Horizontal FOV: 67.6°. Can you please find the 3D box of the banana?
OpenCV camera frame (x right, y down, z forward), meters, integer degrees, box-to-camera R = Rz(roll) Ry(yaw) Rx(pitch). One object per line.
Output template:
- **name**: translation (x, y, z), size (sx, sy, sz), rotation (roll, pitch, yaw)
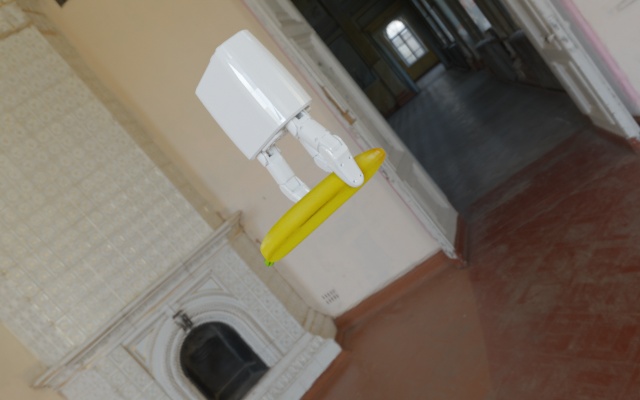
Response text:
- **banana**: translation (-0.004, 0.006, 0.542), size (0.198, 0.037, 0.069), rotation (-42, 1, 6)
